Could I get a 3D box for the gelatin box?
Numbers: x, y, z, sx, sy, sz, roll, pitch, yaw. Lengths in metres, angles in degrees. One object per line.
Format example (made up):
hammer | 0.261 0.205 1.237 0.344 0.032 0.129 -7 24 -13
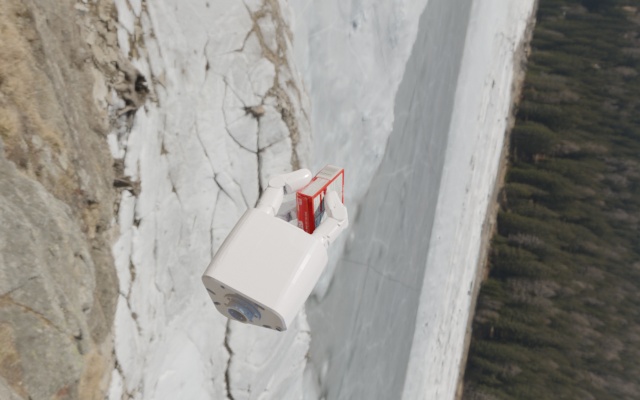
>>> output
gelatin box | 0.001 0.002 0.664 0.030 0.073 0.089 18 39 26
